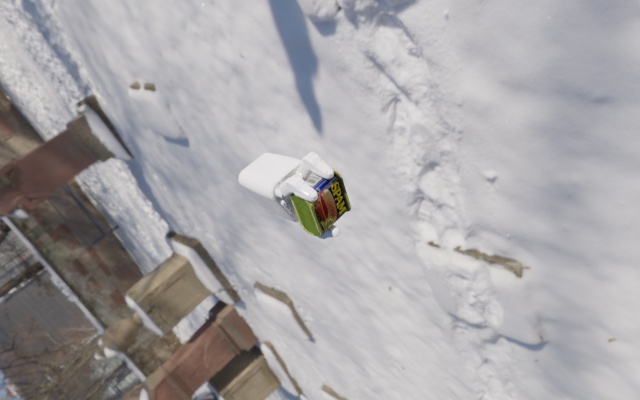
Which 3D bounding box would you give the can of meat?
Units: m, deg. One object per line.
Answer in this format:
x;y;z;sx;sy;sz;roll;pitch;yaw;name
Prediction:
0.000;0.003;0.850;0.057;0.102;0.084;21;53;40;can of meat
